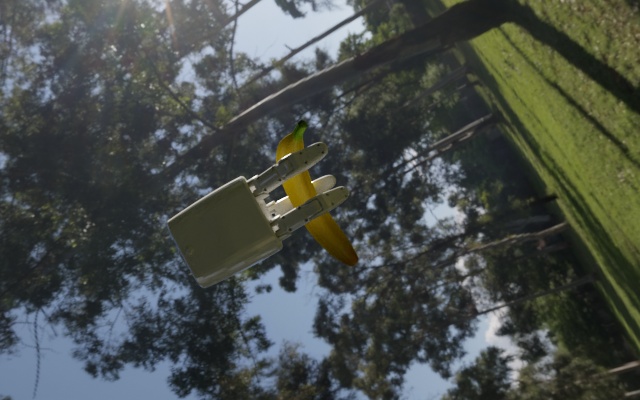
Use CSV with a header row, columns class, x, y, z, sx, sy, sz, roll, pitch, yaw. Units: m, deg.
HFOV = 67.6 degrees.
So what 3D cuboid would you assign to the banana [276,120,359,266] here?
class,x,y,z,sx,sy,sz,roll,pitch,yaw
banana,-0.011,-0.002,0.607,0.037,0.198,0.069,-33,19,-28
